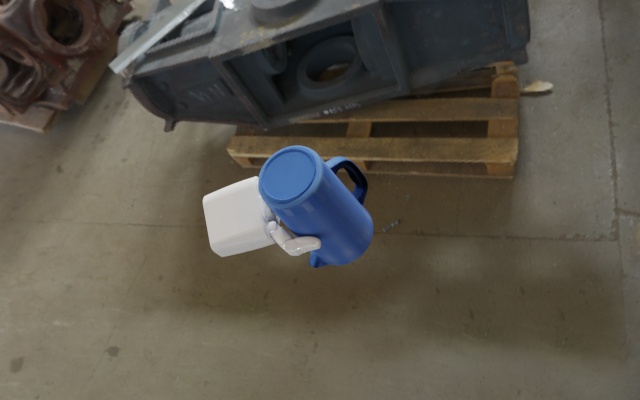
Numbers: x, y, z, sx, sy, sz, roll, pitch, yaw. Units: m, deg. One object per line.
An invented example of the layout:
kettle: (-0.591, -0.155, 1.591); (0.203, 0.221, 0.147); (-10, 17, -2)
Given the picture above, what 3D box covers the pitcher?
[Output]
pitcher: (0.000, 0.003, 0.811); (0.145, 0.149, 0.243); (-17, -31, 14)
